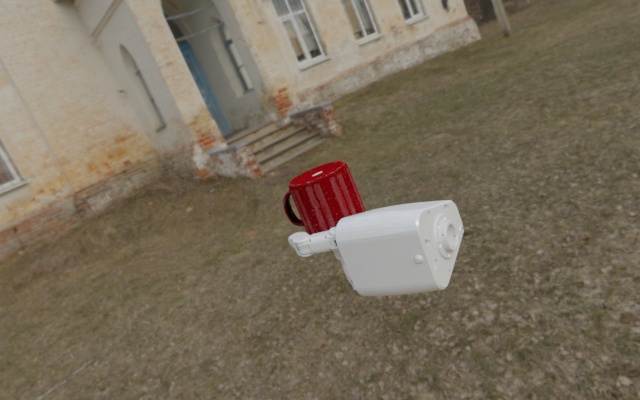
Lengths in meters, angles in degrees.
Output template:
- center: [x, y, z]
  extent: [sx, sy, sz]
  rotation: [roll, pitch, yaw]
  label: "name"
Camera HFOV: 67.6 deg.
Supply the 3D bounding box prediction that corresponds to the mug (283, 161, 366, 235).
- center: [-0.001, 0.002, 0.628]
  extent: [0.117, 0.081, 0.093]
  rotation: [-11, 18, 37]
  label: "mug"
